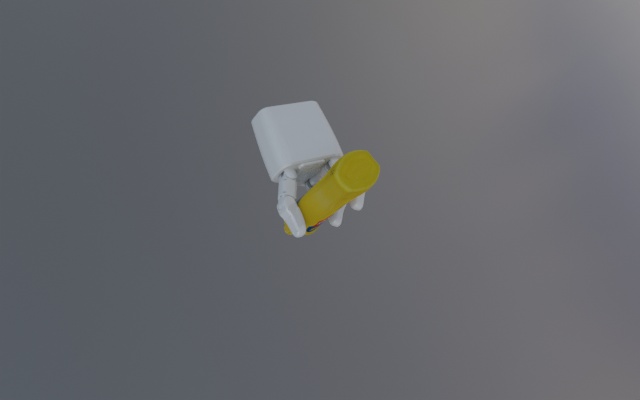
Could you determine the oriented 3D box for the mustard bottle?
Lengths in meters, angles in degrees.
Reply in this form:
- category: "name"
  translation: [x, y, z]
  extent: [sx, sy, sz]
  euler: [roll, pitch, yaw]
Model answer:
- category: "mustard bottle"
  translation: [0.000, 0.002, 0.710]
  extent: [0.192, 0.058, 0.096]
  euler: [-40, 0, 43]
